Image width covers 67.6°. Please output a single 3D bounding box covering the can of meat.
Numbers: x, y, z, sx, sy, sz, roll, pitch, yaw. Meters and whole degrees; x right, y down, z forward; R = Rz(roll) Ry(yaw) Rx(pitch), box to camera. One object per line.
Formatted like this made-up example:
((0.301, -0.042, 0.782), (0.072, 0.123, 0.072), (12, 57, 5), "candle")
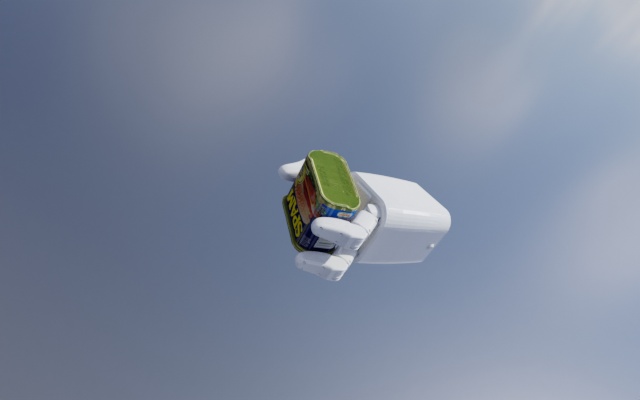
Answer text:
((0.000, 0.002, 0.568), (0.057, 0.102, 0.084), (8, -48, -25), "can of meat")
